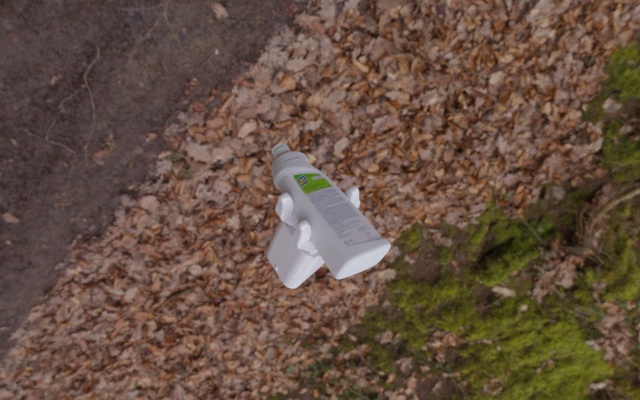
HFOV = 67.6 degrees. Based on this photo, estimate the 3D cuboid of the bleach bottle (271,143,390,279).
[{"bbox_3d":[0.000,0.003,0.775,0.102,0.250,0.068,-14,-32,-38],"label":"bleach bottle"}]
